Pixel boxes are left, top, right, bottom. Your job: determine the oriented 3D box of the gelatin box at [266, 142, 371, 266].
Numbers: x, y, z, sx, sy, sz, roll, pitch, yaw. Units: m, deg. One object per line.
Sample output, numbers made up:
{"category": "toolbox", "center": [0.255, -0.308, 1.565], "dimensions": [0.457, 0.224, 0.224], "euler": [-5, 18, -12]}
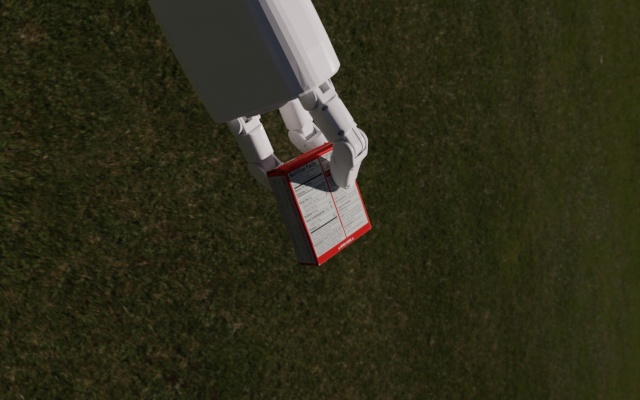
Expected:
{"category": "gelatin box", "center": [0.000, 0.002, 0.418], "dimensions": [0.073, 0.089, 0.030], "euler": [-31, 18, -38]}
